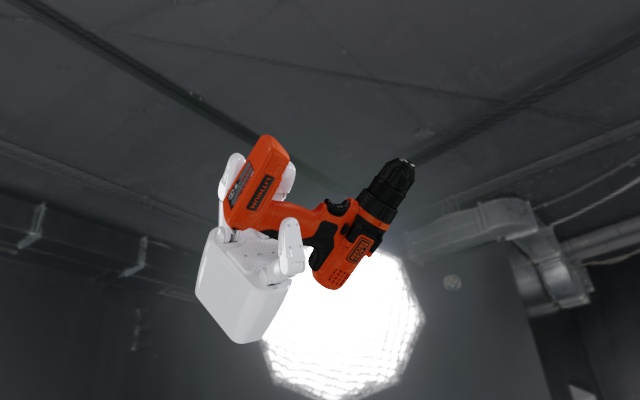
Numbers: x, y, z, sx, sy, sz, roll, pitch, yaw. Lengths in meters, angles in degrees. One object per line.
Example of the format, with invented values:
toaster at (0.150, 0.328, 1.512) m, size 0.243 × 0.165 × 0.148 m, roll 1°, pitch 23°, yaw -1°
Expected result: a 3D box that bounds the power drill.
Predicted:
power drill at (0.000, 0.002, 0.543) m, size 0.188 × 0.184 × 0.057 m, roll 28°, pitch 11°, yaw -27°
